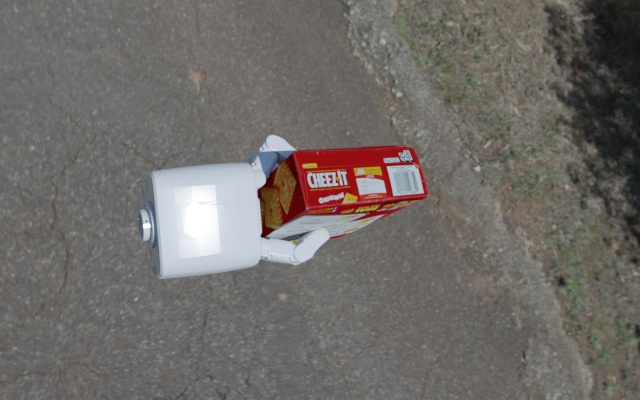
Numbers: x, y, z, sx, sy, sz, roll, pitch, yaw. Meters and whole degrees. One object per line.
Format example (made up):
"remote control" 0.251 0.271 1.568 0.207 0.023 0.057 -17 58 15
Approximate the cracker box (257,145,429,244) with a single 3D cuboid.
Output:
"cracker box" 0.000 0.002 0.597 0.164 0.072 0.214 -6 -14 -30
